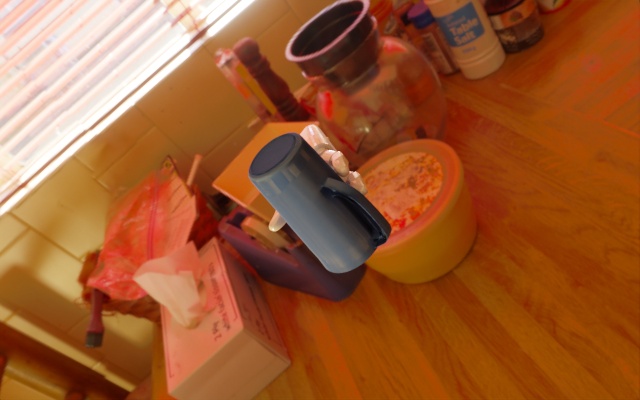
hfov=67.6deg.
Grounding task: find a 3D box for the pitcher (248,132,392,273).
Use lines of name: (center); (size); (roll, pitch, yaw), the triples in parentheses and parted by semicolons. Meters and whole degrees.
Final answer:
pitcher: (0.000, 0.003, 0.805); (0.149, 0.243, 0.145); (-36, 32, 10)
